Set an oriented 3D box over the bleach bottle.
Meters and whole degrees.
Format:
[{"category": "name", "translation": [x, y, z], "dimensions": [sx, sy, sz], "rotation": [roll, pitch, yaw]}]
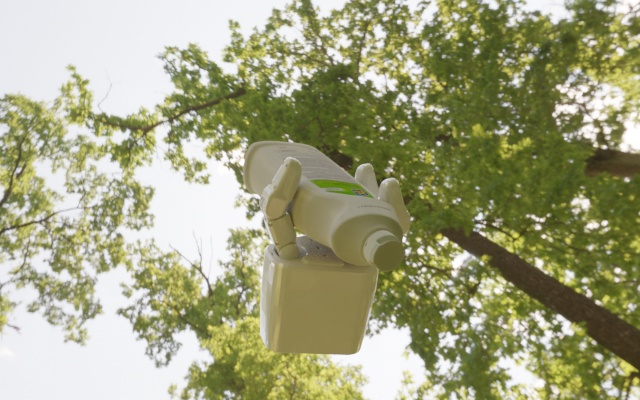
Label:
[{"category": "bleach bottle", "translation": [0.000, 0.002, 0.487], "dimensions": [0.102, 0.068, 0.250], "rotation": [0, 20, -24]}]
